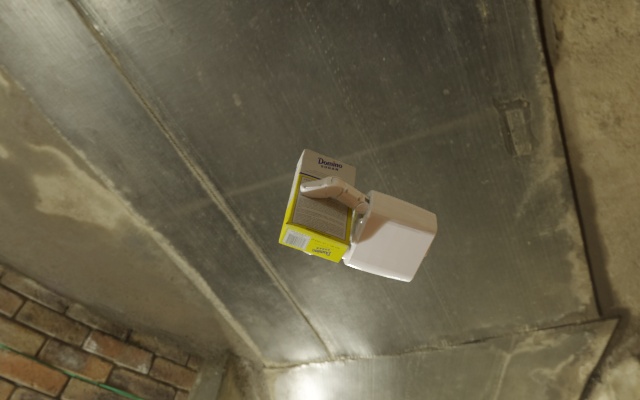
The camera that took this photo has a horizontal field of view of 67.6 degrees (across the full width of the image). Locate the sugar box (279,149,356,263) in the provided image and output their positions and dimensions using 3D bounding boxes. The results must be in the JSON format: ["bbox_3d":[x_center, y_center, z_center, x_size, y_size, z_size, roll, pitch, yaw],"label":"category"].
[{"bbox_3d":[0.000,0.003,0.715,0.093,0.048,0.176,21,39,-9],"label":"sugar box"}]
